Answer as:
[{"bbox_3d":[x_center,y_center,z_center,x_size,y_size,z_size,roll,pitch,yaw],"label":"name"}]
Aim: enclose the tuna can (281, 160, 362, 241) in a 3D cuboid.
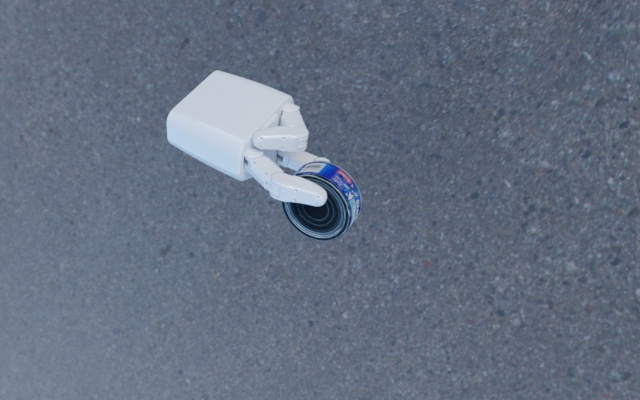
[{"bbox_3d":[0.000,0.002,0.525,0.086,0.086,0.033,0,28,29],"label":"tuna can"}]
